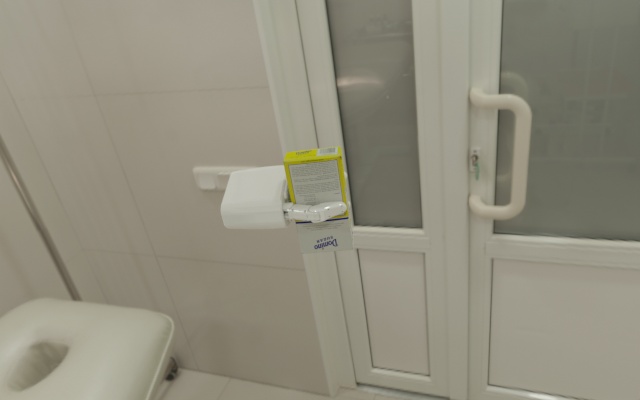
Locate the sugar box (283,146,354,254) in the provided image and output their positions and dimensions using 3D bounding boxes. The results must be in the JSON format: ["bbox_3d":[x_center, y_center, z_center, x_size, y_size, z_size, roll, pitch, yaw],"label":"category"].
[{"bbox_3d":[0.000,0.002,0.798,0.093,0.176,0.048,-5,29,8],"label":"sugar box"}]
